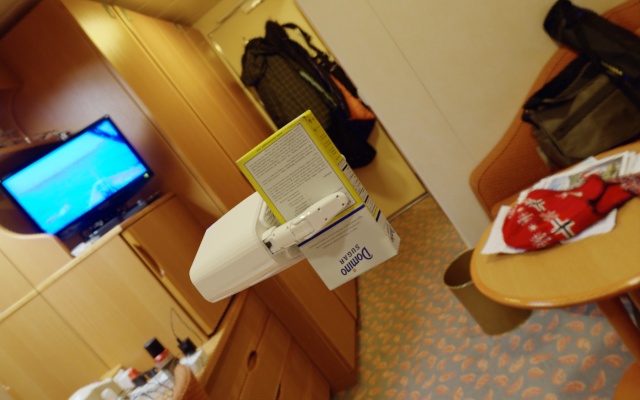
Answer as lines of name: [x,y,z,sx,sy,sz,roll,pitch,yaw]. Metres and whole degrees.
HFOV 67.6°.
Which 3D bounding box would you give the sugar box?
sugar box: [0.000,0.001,0.518,0.093,0.176,0.048,-32,11,21]
